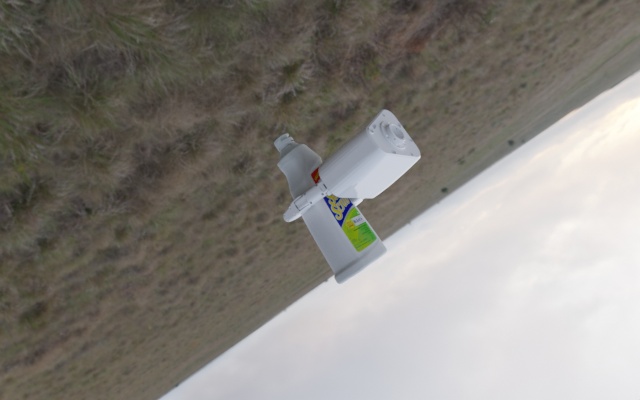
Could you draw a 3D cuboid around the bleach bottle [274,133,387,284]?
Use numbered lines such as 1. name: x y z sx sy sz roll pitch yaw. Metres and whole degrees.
1. bleach bottle: 0.000 0.003 0.764 0.068 0.251 0.102 -40 -10 37
